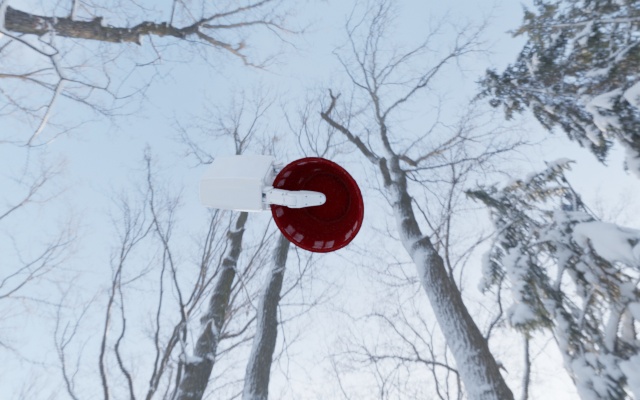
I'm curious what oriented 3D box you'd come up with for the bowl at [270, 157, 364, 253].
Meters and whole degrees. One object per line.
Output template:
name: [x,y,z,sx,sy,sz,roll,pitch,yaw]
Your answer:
bowl: [0.001,0.003,0.789,0.162,0.162,0.055,0,16,20]
